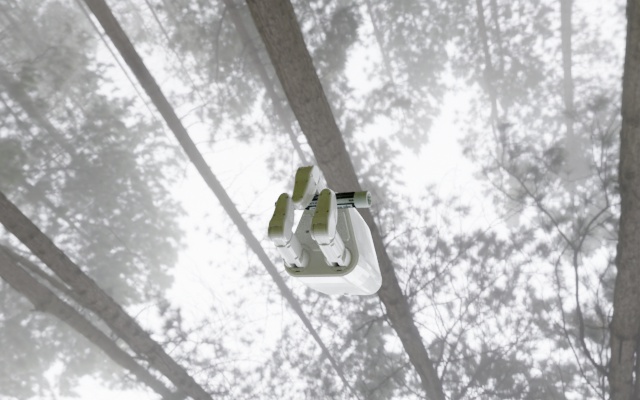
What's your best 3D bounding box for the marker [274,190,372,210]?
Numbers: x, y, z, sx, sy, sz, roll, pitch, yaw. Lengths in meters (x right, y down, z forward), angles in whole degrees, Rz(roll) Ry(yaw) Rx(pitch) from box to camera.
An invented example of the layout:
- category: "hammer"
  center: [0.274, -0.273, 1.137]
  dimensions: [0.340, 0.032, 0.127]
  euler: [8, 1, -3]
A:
- category: "marker"
  center: [0.000, 0.002, 0.558]
  dimensions: [0.121, 0.020, 0.020]
  euler: [-4, -2, 25]
